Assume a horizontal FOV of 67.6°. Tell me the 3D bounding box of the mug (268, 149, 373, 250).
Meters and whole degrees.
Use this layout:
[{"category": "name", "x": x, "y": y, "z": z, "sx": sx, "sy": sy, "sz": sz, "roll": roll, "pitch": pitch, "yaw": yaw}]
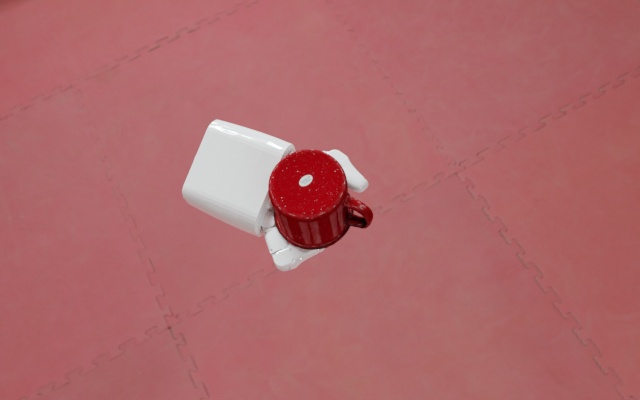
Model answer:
[{"category": "mug", "x": 0.001, "y": 0.002, "z": 0.513, "sx": 0.117, "sy": 0.093, "sz": 0.081, "roll": 21, "pitch": -19, "yaw": 12}]
